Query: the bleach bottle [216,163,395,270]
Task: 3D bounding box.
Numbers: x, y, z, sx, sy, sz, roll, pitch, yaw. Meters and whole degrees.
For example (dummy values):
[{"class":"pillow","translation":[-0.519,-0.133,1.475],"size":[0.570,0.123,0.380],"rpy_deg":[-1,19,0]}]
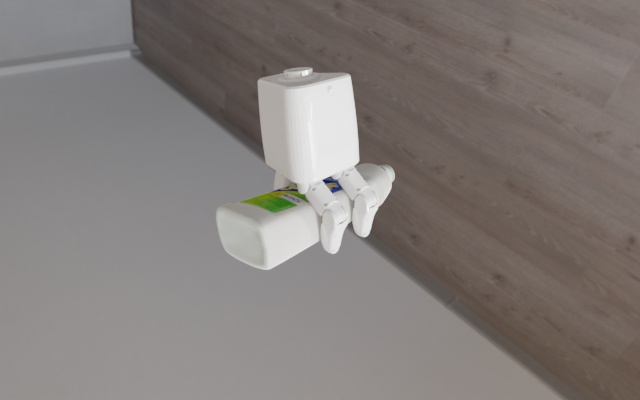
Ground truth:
[{"class":"bleach bottle","translation":[0.000,0.002,0.610],"size":[0.250,0.068,0.102],"rpy_deg":[-25,29,-39]}]
